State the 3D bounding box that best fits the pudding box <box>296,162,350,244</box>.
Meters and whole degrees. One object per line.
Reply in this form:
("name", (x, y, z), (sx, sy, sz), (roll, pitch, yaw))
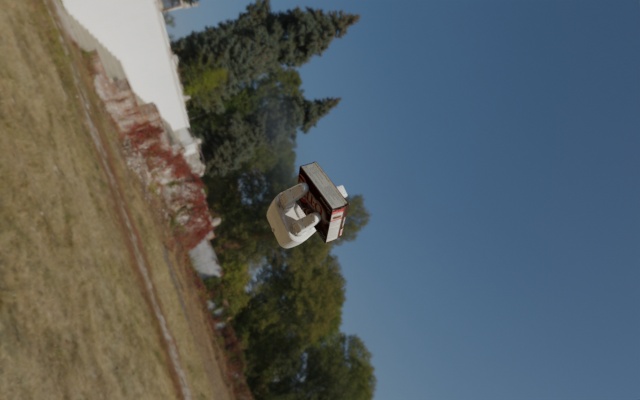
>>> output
("pudding box", (0.000, 0.003, 0.821), (0.039, 0.113, 0.090), (-22, -35, -25))
